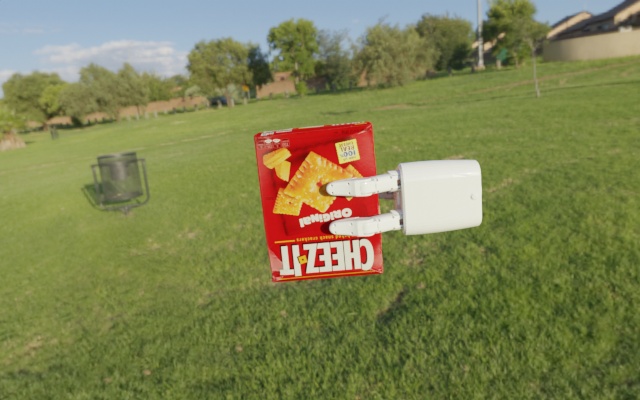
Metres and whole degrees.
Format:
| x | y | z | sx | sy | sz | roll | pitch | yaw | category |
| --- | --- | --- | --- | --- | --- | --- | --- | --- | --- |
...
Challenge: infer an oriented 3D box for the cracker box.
| x | y | z | sx | sy | sz | roll | pitch | yaw | category |
| --- | --- | --- | --- | --- | --- | --- | --- | --- | --- |
| 0.000 | 0.002 | 0.682 | 0.164 | 0.214 | 0.072 | -5 | 12 | 3 | cracker box |
